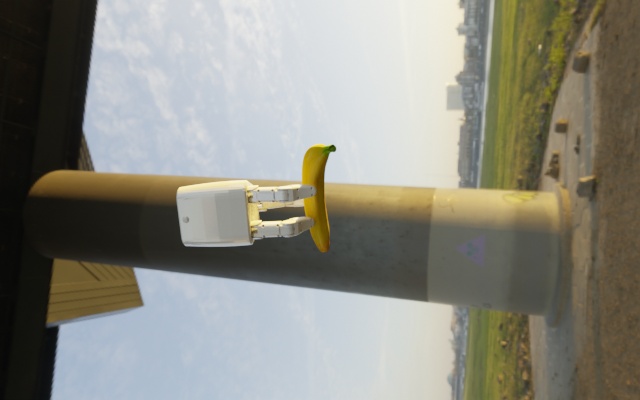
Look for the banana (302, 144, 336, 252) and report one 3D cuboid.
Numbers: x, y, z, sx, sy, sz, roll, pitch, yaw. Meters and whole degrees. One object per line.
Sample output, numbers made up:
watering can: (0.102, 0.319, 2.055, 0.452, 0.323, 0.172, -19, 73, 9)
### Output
banana: (-0.006, -0.011, 0.746, 0.037, 0.198, 0.069, -10, 37, -16)
